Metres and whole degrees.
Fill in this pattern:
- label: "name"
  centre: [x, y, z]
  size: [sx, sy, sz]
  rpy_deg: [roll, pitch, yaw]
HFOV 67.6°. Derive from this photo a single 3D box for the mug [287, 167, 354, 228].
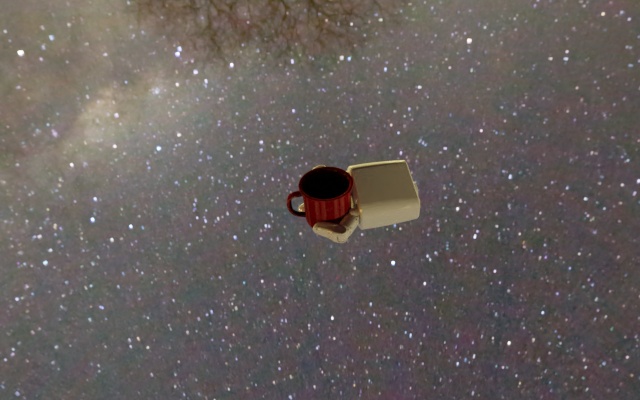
- label: "mug"
  centre: [-0.001, 0.003, 0.828]
  size: [0.117, 0.082, 0.093]
  rpy_deg: [-9, 41, -4]
